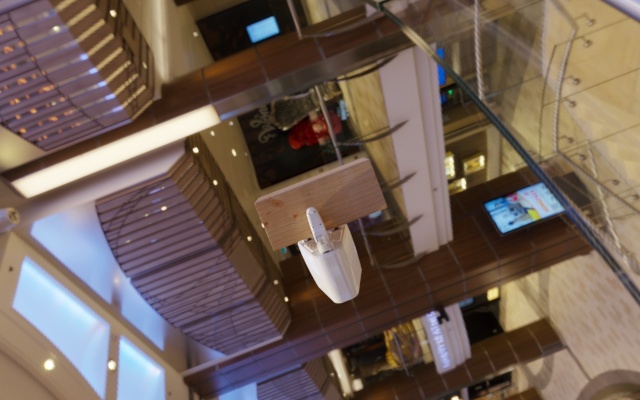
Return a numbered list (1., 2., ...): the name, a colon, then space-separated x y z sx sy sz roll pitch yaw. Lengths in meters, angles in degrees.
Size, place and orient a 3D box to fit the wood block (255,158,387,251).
1. wood block: 0.000 0.003 0.839 0.206 0.090 0.091 -21 8 0
